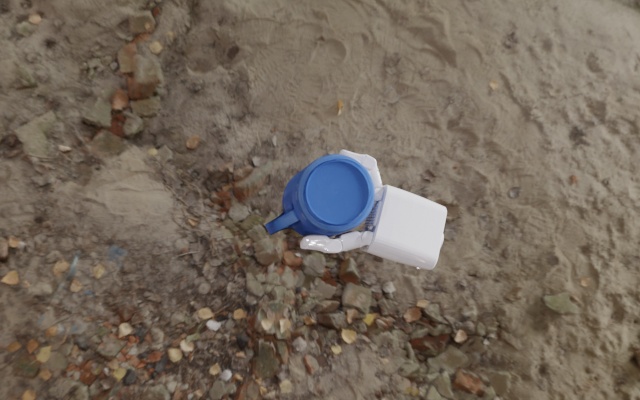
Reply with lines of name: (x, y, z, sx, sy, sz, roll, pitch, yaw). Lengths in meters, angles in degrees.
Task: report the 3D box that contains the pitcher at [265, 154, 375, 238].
pitcher: (0.000, 0.002, 0.761, 0.145, 0.149, 0.243, 19, -6, -5)
